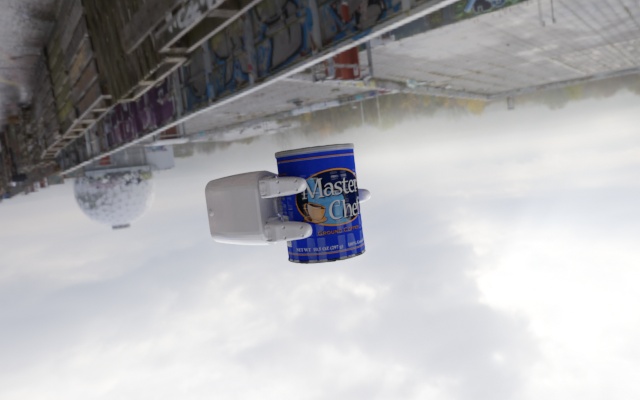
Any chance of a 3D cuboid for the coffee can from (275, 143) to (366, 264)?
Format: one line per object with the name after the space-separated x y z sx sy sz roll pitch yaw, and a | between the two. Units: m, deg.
0.000 0.002 0.618 0.103 0.140 0.103 -7 4 0 | coffee can
